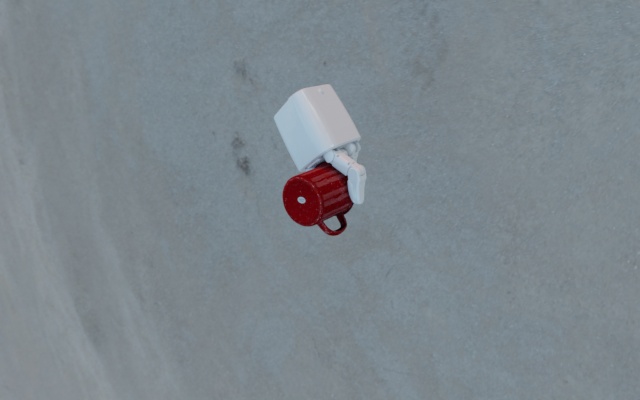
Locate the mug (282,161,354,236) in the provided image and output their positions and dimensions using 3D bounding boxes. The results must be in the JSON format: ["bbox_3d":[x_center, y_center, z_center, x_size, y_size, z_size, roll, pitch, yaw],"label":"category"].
[{"bbox_3d":[0.001,0.004,0.749,0.093,0.117,0.081,-30,-4,42],"label":"mug"}]
